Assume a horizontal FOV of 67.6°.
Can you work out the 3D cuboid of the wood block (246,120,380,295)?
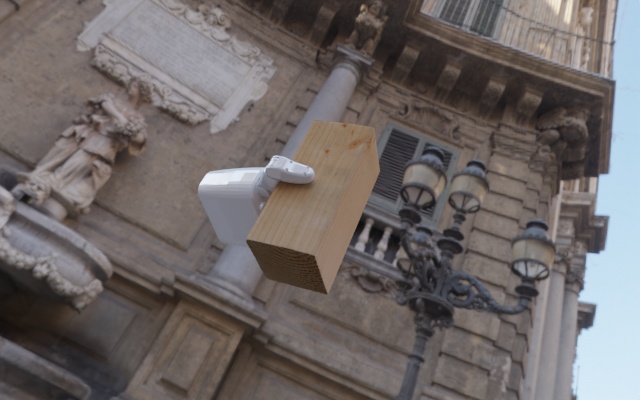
[{"bbox_3d":[0.000,0.002,0.614,0.090,0.206,0.091,11,-35,22],"label":"wood block"}]
